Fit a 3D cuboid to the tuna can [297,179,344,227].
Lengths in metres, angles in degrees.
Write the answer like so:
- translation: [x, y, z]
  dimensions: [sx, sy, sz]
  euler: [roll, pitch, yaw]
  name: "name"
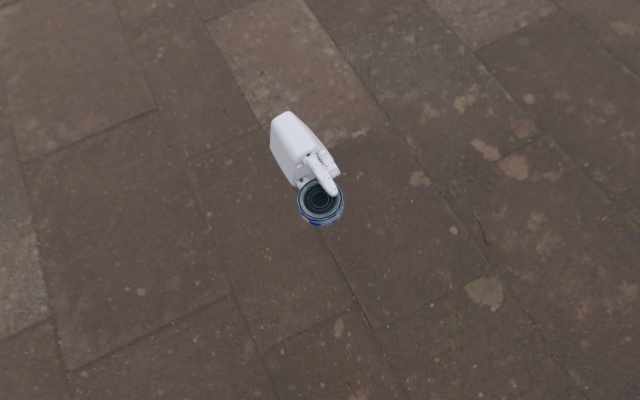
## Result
- translation: [0.000, 0.003, 0.875]
  dimensions: [0.086, 0.086, 0.034]
  euler: [0, -22, 4]
  name: "tuna can"
